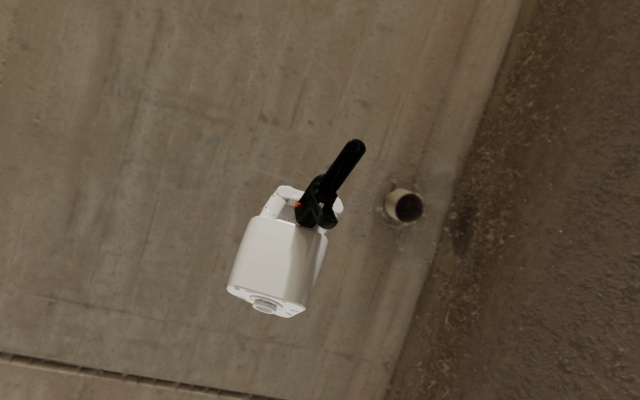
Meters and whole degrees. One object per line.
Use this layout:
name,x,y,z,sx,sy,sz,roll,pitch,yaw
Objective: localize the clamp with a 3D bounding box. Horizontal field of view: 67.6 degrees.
clamp,0.000,0.002,0.624,0.039,0.120,0.171,31,-30,-7
